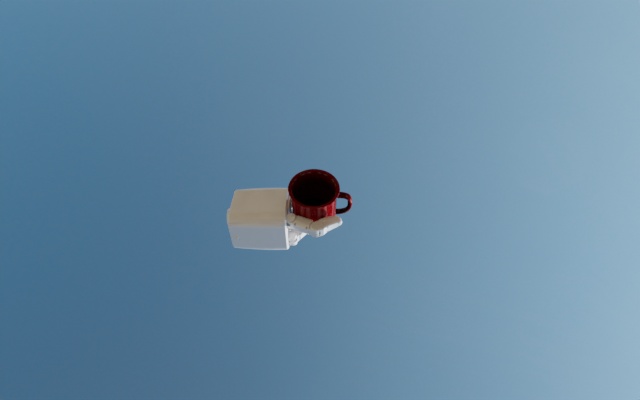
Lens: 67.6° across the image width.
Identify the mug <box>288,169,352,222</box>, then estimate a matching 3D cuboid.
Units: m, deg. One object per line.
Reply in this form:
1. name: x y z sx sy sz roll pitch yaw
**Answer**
1. mug: 0.002 0.003 0.883 0.117 0.093 0.082 1 -39 1
